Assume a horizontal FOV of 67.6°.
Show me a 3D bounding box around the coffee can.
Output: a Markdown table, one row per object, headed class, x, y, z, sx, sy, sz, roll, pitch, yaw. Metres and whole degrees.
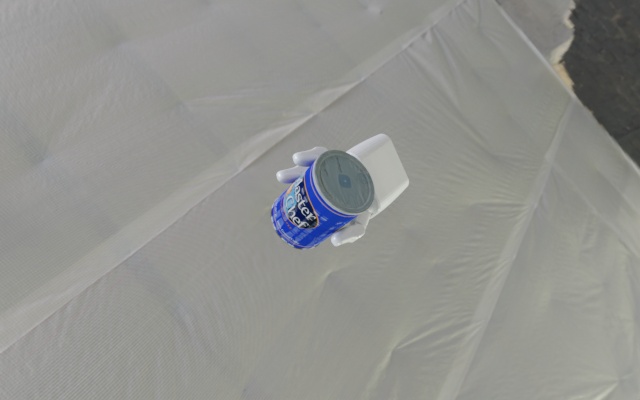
| class | x | y | z | sx | sy | sz | roll | pitch | yaw |
| --- | --- | --- | --- | --- | --- | --- | --- | --- | --- |
| coffee can | 0.000 | 0.002 | 0.726 | 0.103 | 0.102 | 0.140 | 0 | -26 | -35 |
